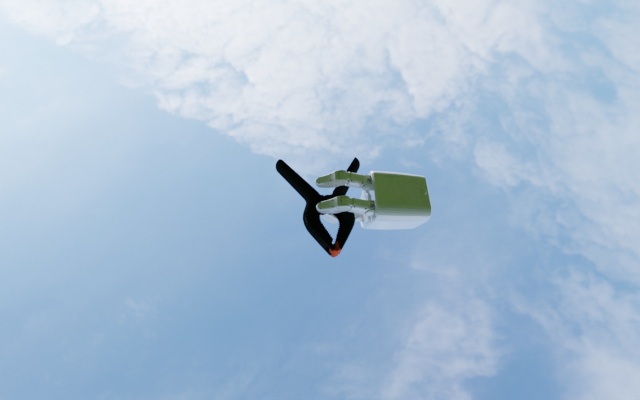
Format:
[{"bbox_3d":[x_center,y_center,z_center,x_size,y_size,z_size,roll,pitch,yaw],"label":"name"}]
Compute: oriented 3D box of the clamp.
[{"bbox_3d":[0.000,0.004,0.872,0.164,0.209,0.036,3,-32,-9],"label":"clamp"}]
